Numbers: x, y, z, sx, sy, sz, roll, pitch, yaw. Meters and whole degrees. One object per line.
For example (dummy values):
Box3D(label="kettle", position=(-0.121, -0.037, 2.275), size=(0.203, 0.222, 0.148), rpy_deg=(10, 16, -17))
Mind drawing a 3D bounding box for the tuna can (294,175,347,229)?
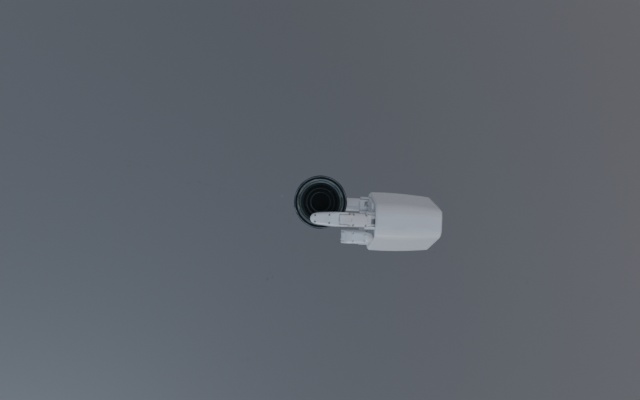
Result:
Box3D(label="tuna can", position=(0.000, 0.003, 0.767), size=(0.086, 0.086, 0.034), rpy_deg=(0, 0, 1))
